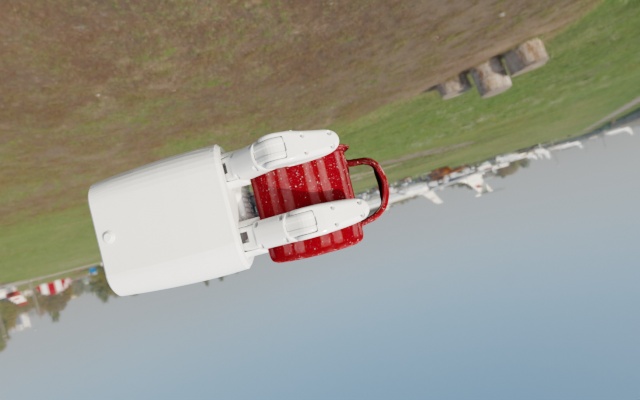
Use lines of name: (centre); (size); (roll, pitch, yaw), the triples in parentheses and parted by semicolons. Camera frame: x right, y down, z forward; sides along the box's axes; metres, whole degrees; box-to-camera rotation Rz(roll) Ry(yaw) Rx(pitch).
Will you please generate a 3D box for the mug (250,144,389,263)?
mug: (0.002, 0.001, 0.402); (0.117, 0.081, 0.093); (-14, -2, 3)
